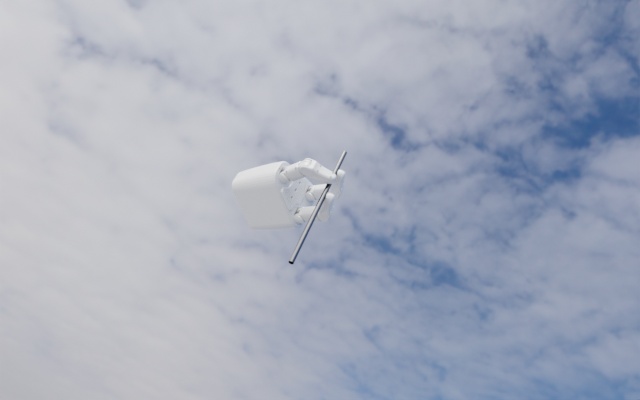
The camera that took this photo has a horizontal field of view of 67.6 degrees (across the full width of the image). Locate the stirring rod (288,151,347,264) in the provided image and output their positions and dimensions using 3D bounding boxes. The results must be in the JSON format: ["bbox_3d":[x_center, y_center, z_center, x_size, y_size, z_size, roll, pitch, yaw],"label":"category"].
[{"bbox_3d":[0.000,0.002,0.744,0.011,0.239,0.011,15,-39,13],"label":"stirring rod"}]
